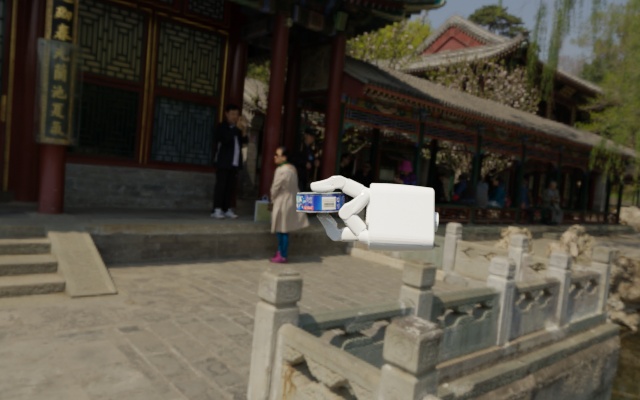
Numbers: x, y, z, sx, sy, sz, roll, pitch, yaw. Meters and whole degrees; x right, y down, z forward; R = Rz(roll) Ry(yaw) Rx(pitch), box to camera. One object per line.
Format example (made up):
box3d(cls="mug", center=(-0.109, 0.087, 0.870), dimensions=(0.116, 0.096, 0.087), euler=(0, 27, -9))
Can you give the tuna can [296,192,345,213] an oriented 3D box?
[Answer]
box3d(cls="tuna can", center=(0.000, 0.002, 0.842), dimensions=(0.086, 0.034, 0.086), euler=(0, 3, 0))
